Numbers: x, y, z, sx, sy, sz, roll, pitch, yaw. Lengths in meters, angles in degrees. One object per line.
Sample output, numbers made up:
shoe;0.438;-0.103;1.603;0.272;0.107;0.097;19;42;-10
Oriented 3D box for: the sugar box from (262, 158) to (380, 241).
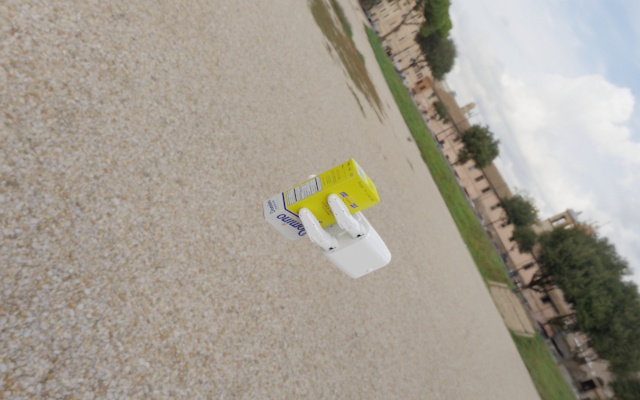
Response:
sugar box;0.000;0.003;0.804;0.176;0.048;0.093;-28;-40;15
